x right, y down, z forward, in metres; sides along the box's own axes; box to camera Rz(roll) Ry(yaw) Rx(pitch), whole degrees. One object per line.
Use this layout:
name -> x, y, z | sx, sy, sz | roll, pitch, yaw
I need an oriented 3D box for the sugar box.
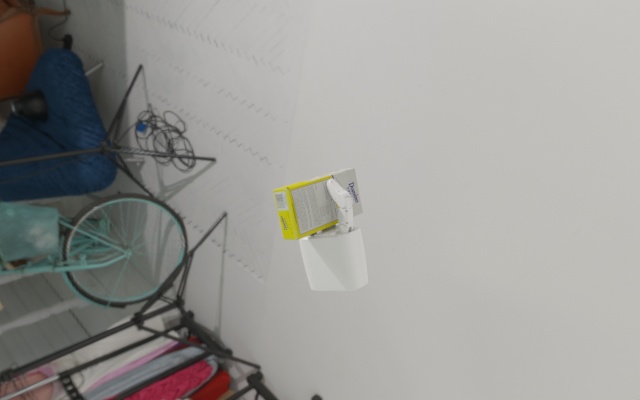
sugar box -> 0.000, 0.003, 0.879 | 0.048, 0.093, 0.176 | -3, 11, 44
